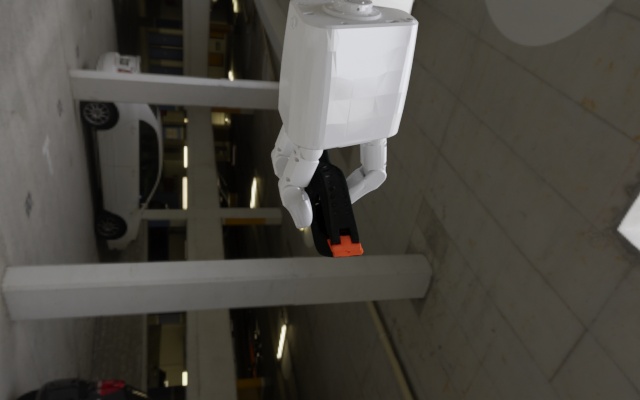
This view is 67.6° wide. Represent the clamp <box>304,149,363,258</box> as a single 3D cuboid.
[{"bbox_3d":[0.001,0.002,0.512,0.036,0.165,0.209,-4,37,-12],"label":"clamp"}]
